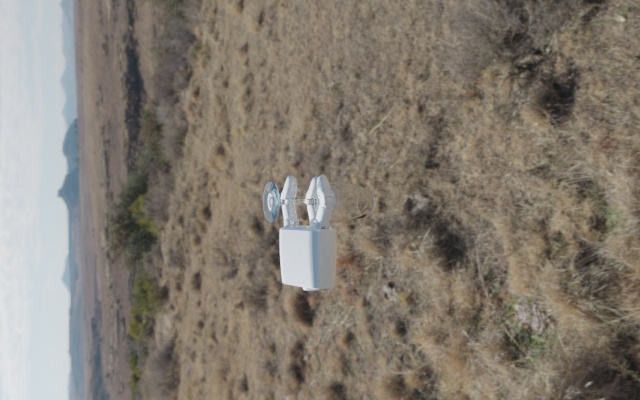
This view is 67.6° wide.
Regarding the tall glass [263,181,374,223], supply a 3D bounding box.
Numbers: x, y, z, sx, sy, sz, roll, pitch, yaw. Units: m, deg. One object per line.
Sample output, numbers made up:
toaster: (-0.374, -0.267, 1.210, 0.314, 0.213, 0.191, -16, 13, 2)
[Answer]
tall glass: (0.000, 0.003, 0.887, 0.201, 0.079, 0.079, 0, 0, -28)
